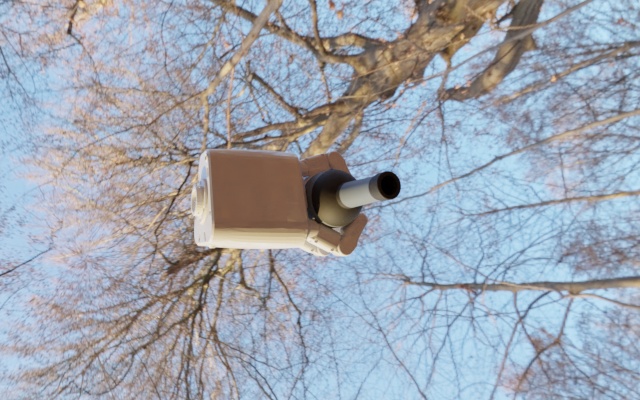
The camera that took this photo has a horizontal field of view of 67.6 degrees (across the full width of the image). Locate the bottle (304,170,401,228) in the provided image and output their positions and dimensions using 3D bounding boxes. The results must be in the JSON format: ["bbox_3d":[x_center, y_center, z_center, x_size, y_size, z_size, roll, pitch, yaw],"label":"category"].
[{"bbox_3d":[0.000,0.002,0.578,0.069,0.069,0.296,0,-6,-26],"label":"bottle"}]
